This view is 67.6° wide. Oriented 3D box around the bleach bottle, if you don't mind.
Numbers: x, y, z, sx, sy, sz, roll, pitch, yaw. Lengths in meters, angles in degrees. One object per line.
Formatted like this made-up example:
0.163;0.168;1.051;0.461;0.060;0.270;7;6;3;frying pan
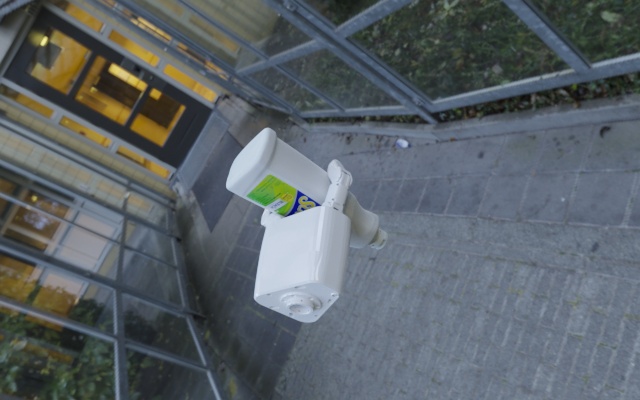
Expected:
0.000;0.002;0.672;0.251;0.068;0.102;30;-42;-25;bleach bottle
